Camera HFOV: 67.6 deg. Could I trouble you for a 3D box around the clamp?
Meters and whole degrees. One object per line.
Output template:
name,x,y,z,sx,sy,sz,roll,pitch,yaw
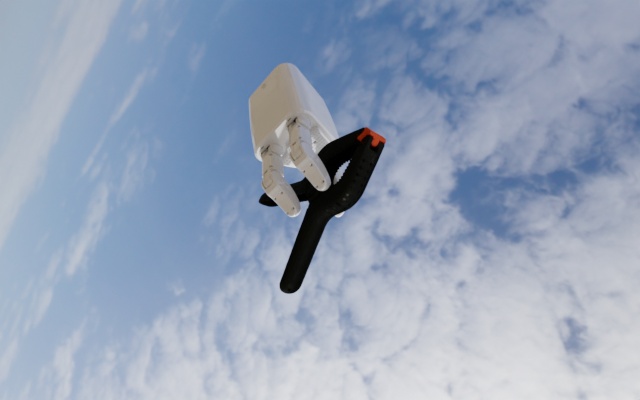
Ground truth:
clamp,0.001,0.002,0.573,0.036,0.164,0.210,22,-50,-37
